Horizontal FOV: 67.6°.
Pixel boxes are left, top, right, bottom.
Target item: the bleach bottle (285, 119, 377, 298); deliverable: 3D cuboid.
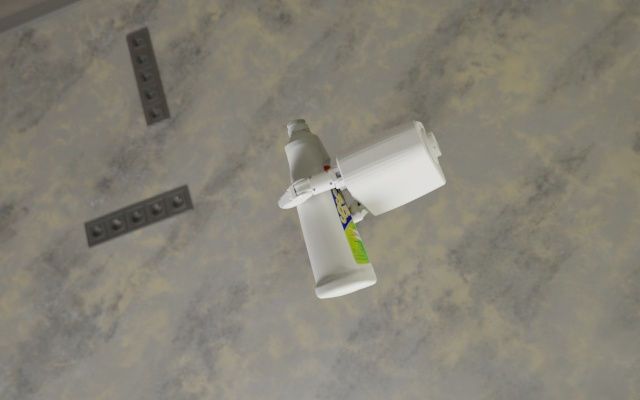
[{"bbox_3d":[0.000,0.002,0.652,0.068,0.250,0.102,-24,-16,18],"label":"bleach bottle"}]
